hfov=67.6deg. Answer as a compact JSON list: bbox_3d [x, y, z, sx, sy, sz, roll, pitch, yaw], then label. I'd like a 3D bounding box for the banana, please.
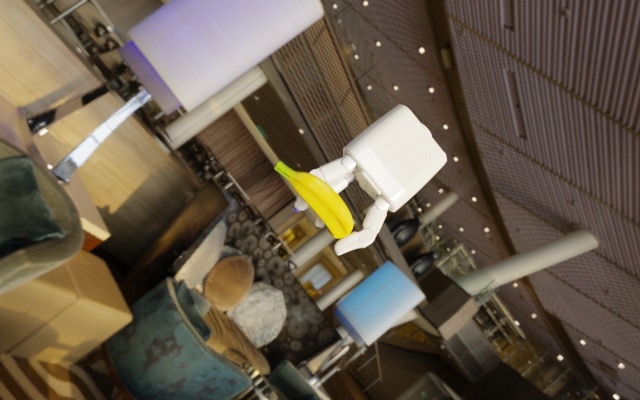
[{"bbox_3d":[0.010,0.011,0.621,0.069,0.037,0.198,43,-6,35],"label":"banana"}]
